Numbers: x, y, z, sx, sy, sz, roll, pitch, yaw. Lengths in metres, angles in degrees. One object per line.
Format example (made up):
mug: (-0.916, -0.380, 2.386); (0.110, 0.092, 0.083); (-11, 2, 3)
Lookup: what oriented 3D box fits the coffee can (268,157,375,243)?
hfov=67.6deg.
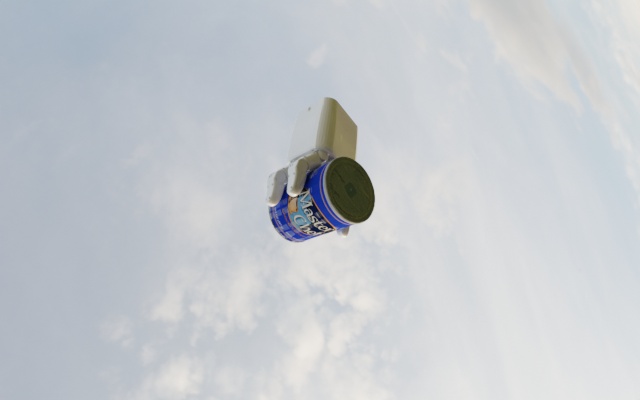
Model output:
coffee can: (0.000, 0.003, 0.750); (0.103, 0.102, 0.140); (0, -16, -43)
